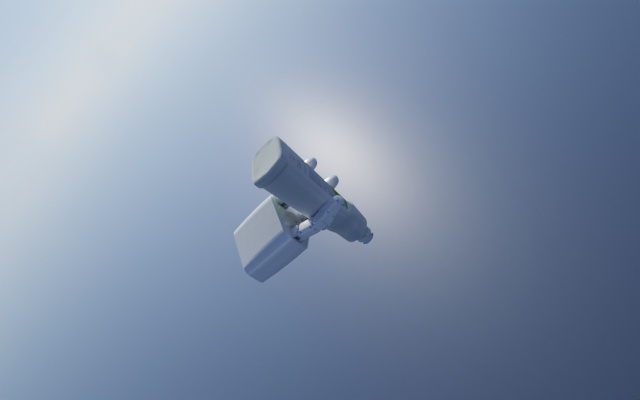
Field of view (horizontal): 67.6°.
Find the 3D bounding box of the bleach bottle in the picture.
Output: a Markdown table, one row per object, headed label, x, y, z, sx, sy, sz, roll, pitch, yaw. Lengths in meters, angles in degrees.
| label | x | y | z | sx | sy | sz | roll | pitch | yaw |
| --- | --- | --- | --- | --- | --- | --- | --- | --- | --- |
| bleach bottle | 0.000 | 0.002 | 0.792 | 0.251 | 0.068 | 0.102 | 39 | 19 | -29 |
